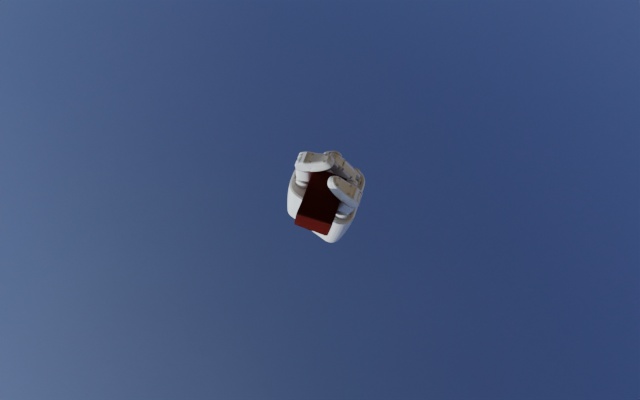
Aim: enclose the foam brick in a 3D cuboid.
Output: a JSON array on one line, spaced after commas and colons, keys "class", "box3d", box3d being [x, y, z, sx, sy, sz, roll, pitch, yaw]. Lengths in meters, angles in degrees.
[{"class": "foam brick", "box3d": [0.000, 0.002, 0.684, 0.053, 0.078, 0.051, 20, -24, 0]}]
